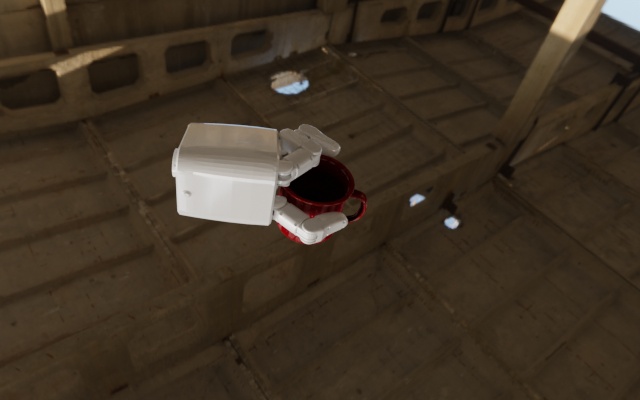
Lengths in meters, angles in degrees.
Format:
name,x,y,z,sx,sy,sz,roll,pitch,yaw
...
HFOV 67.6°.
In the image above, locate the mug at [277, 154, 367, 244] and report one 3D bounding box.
name,x,y,z,sx,sy,sz,roll,pitch,yaw
mug,0.001,0.002,0.602,0.117,0.093,0.082,8,-46,-8
